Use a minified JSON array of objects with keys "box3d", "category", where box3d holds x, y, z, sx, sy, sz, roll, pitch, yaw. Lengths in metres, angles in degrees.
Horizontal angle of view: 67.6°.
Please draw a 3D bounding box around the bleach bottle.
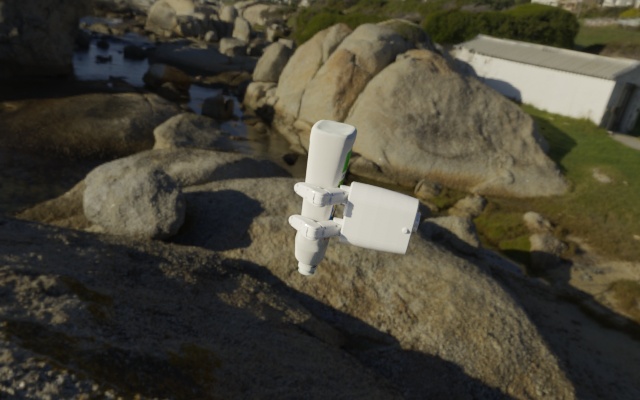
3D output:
[{"box3d":[0.000,0.003,0.780,0.068,0.251,0.102,13,21,6],"category":"bleach bottle"}]
